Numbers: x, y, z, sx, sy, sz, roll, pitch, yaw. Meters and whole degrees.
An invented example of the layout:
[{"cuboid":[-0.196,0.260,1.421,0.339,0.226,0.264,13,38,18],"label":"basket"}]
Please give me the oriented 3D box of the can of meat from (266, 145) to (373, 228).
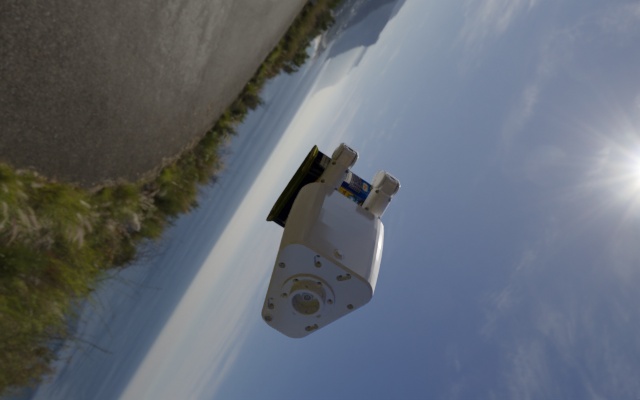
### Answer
[{"cuboid":[0.000,0.002,0.550,0.084,0.102,0.057,32,26,-8],"label":"can of meat"}]
